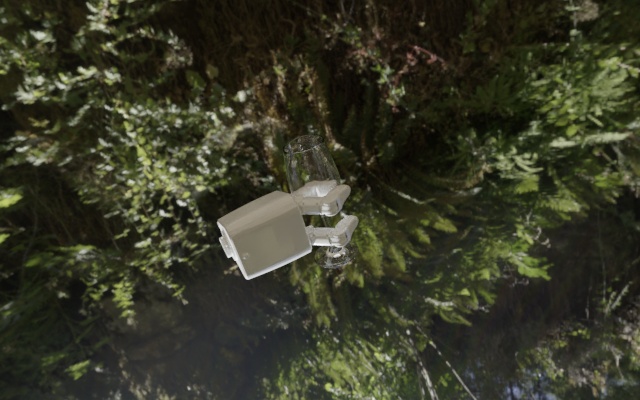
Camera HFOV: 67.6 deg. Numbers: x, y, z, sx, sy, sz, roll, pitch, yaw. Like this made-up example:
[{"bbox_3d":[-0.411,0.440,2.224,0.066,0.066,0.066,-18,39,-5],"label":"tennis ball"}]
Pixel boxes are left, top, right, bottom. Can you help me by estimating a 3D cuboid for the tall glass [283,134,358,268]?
[{"bbox_3d":[0.000,0.003,0.730,0.079,0.201,0.079,-13,28,7],"label":"tall glass"}]
